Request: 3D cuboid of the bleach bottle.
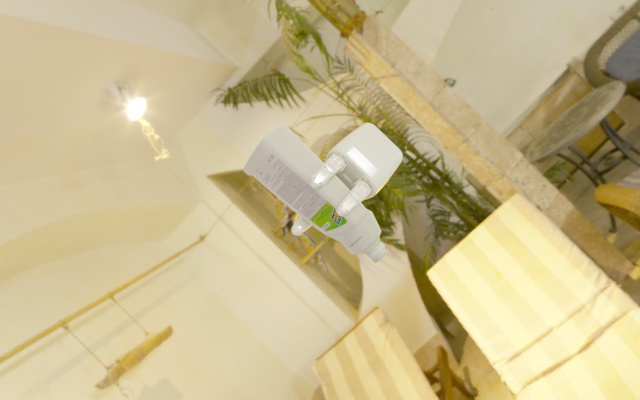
[{"bbox_3d":[0.000,0.002,0.738,0.068,0.251,0.103,-45,-1,-41],"label":"bleach bottle"}]
